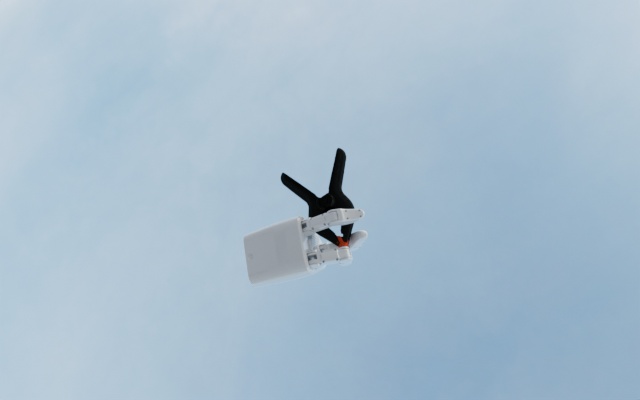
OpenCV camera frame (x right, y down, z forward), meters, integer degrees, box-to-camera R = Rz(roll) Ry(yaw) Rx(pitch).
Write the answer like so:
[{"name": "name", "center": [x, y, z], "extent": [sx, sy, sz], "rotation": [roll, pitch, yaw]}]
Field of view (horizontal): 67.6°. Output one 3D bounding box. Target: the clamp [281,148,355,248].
[{"name": "clamp", "center": [0.000, 0.003, 0.805], "extent": [0.120, 0.171, 0.039], "rotation": [-17, -21, 15]}]
